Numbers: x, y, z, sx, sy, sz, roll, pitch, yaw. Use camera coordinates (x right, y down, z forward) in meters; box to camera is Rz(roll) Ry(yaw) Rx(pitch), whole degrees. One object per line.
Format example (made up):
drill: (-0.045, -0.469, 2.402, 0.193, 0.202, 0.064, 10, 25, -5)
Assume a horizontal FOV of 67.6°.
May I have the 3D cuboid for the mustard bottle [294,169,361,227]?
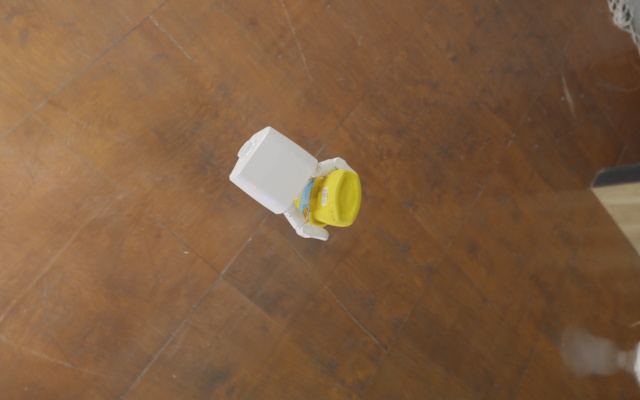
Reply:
mustard bottle: (0.001, 0.003, 0.881, 0.058, 0.096, 0.191, 11, -11, -28)
